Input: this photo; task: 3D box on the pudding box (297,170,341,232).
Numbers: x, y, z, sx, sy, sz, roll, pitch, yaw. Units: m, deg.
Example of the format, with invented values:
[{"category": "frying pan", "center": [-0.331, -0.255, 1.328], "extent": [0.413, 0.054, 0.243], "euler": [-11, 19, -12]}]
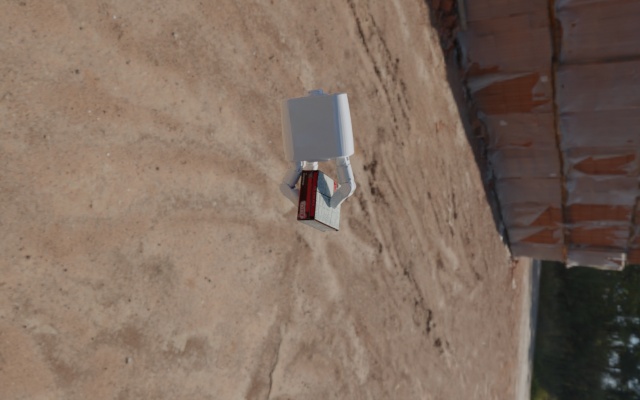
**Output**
[{"category": "pudding box", "center": [0.000, 0.003, 0.853], "extent": [0.039, 0.090, 0.113], "euler": [0, -14, 27]}]
